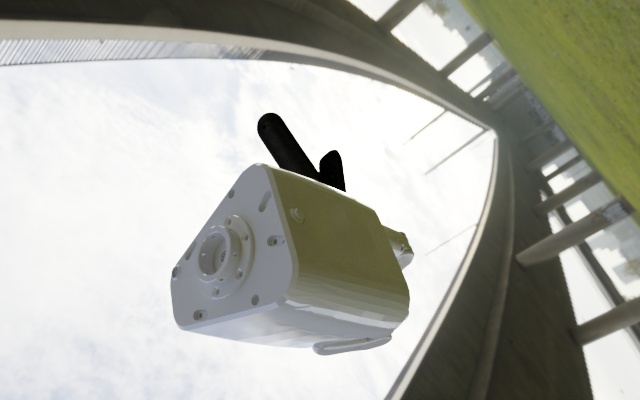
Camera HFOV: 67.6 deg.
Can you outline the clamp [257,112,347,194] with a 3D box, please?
[{"bbox_3d":[0.000,0.002,0.409,0.039,0.171,0.120,-38,-38,25],"label":"clamp"}]
